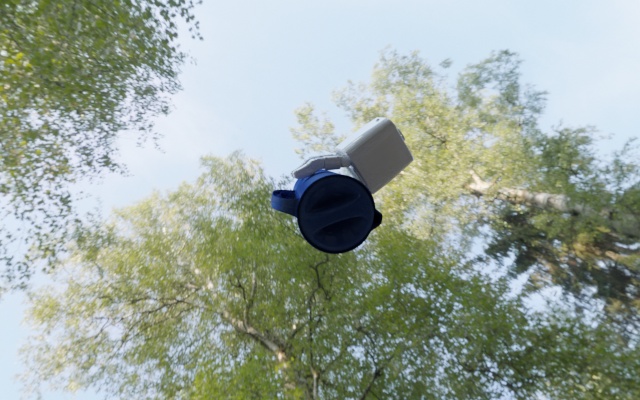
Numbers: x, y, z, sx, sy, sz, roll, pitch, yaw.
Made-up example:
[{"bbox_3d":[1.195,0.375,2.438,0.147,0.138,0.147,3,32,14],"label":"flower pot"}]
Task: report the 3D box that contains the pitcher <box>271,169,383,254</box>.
[{"bbox_3d":[0.000,0.003,0.890,0.145,0.149,0.243,-37,13,-2],"label":"pitcher"}]
